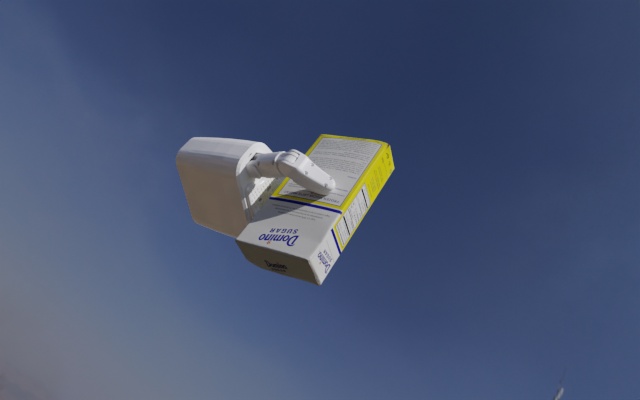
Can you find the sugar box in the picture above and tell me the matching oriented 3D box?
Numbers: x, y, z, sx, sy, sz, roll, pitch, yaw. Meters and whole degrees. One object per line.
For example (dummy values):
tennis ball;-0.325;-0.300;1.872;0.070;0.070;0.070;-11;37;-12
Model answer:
sugar box;0.000;0.002;0.506;0.093;0.176;0.048;12;-38;33
